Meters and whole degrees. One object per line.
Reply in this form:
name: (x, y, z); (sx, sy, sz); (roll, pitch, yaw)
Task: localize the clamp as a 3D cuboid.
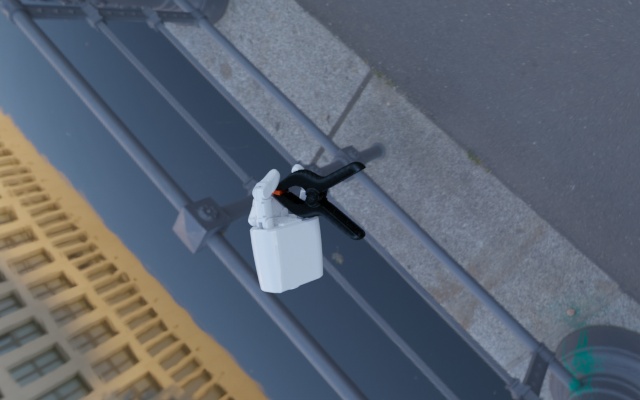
clamp: (0.000, 0.002, 0.750); (0.171, 0.120, 0.039); (0, 9, 35)
